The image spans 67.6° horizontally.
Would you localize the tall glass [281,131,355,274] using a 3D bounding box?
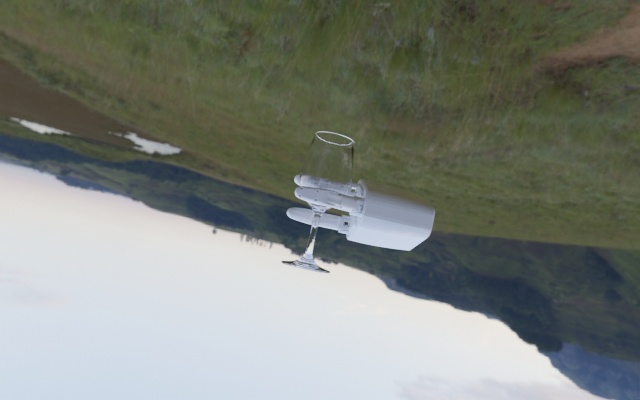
[{"bbox_3d":[0.000,0.003,0.712,0.079,0.201,0.079,12,-4,1],"label":"tall glass"}]
